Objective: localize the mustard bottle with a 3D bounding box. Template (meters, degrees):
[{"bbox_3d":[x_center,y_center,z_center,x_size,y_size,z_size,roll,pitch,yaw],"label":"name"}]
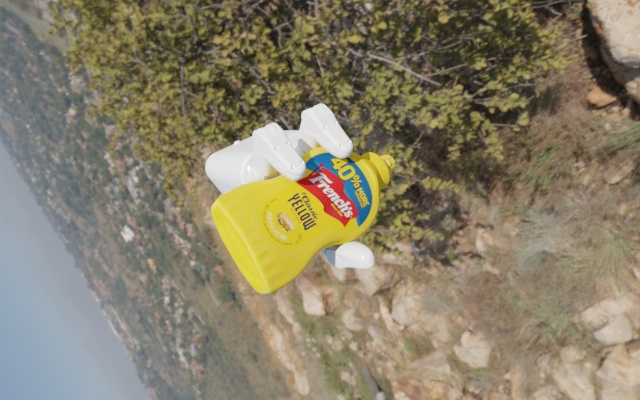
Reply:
[{"bbox_3d":[0.000,0.002,0.460,0.191,0.096,0.058,-30,-2,-28],"label":"mustard bottle"}]
